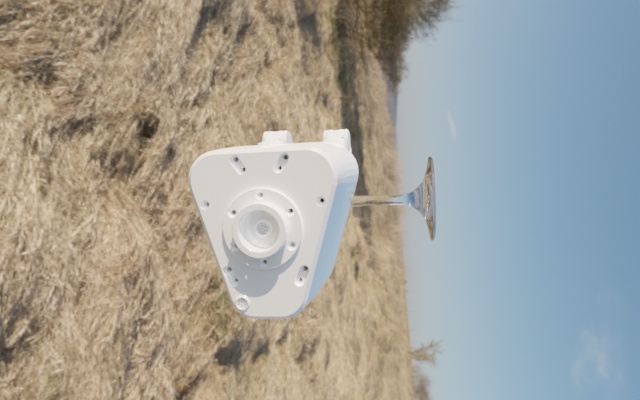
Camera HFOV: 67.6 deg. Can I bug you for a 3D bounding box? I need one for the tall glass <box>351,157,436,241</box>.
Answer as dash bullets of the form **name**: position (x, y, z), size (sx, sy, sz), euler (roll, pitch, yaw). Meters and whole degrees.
- **tall glass**: position (0.001, 0.001, 0.436), size (0.201, 0.079, 0.079), euler (-2, 0, 9)
